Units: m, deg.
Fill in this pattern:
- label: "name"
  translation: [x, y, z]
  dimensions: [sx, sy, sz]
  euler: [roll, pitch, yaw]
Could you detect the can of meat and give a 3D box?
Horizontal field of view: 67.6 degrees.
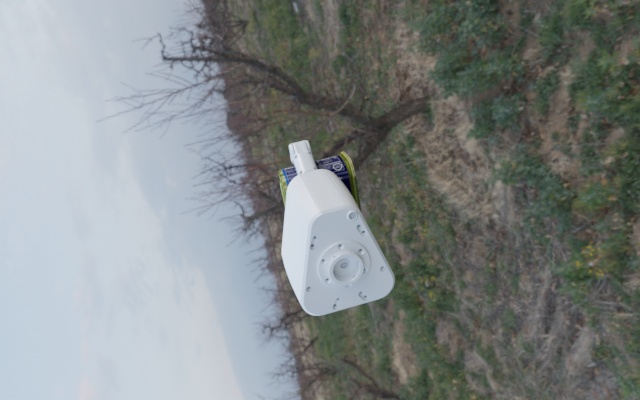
- label: "can of meat"
  translation: [0.000, 0.002, 0.573]
  dimensions: [0.084, 0.102, 0.057]
  euler: [-14, 26, -7]
